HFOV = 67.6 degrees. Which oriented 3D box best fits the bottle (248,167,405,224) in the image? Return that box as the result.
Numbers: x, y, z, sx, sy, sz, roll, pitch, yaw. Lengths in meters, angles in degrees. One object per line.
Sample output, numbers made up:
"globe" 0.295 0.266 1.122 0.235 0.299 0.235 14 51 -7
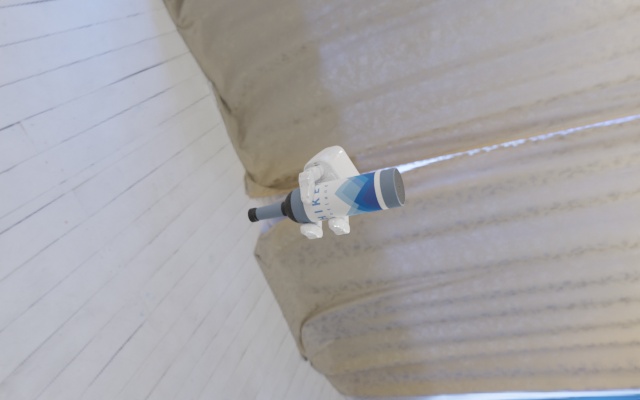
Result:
"bottle" 0.000 0.003 0.858 0.296 0.069 0.069 -11 -4 23
